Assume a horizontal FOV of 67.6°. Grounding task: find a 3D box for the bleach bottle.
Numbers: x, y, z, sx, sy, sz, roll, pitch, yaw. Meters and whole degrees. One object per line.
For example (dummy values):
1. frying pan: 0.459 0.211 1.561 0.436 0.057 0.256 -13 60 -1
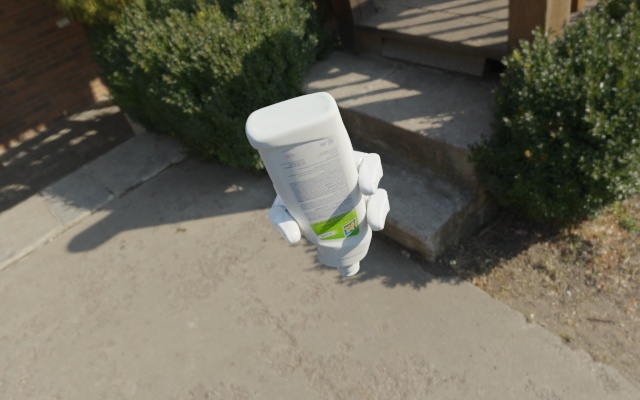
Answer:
1. bleach bottle: 0.000 0.002 0.572 0.102 0.251 0.068 -16 39 2
